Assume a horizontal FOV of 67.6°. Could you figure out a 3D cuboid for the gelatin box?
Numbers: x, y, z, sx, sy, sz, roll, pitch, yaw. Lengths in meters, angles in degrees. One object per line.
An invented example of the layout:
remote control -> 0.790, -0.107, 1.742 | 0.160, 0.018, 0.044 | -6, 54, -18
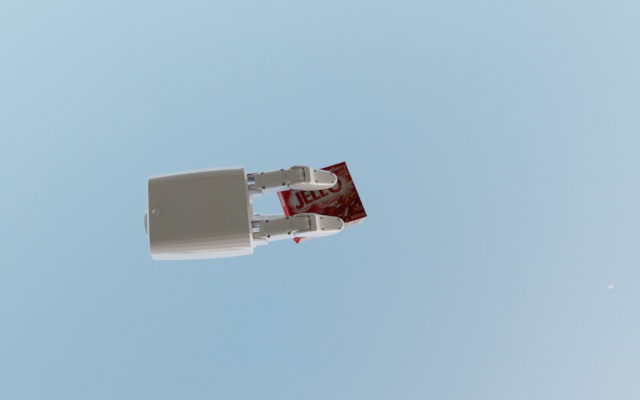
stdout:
gelatin box -> 0.000, 0.002, 0.559 | 0.089, 0.073, 0.030 | -17, -15, -16
